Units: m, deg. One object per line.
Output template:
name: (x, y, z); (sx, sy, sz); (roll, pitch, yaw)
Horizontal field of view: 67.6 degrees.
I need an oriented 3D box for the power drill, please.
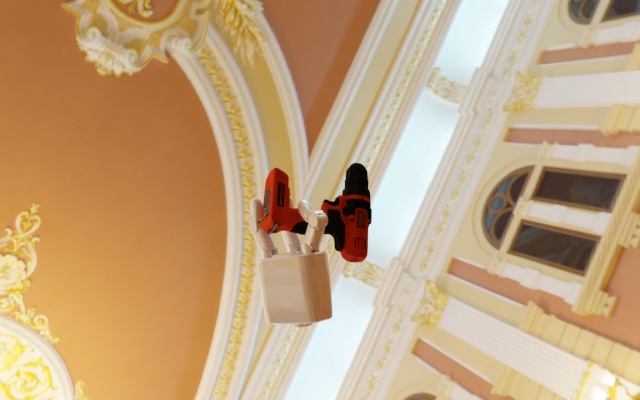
power drill: (0.000, 0.003, 0.806); (0.187, 0.184, 0.057); (12, -28, -19)
